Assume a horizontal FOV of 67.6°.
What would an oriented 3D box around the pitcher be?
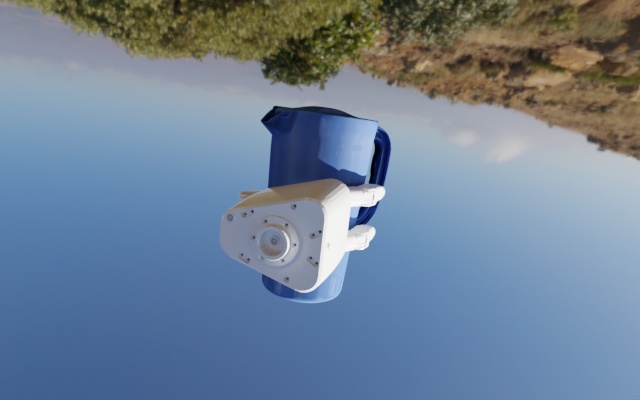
[{"bbox_3d":[0.000,0.002,0.623,0.149,0.243,0.145,11,12,12],"label":"pitcher"}]
